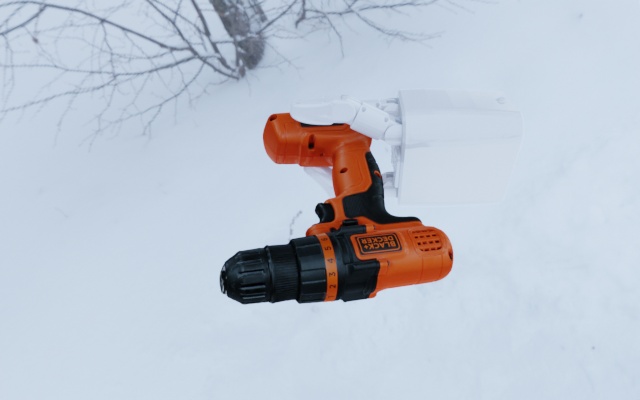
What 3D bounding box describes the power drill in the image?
[{"bbox_3d":[0.000,0.001,0.414,0.184,0.187,0.057,-4,-40,-16],"label":"power drill"}]
